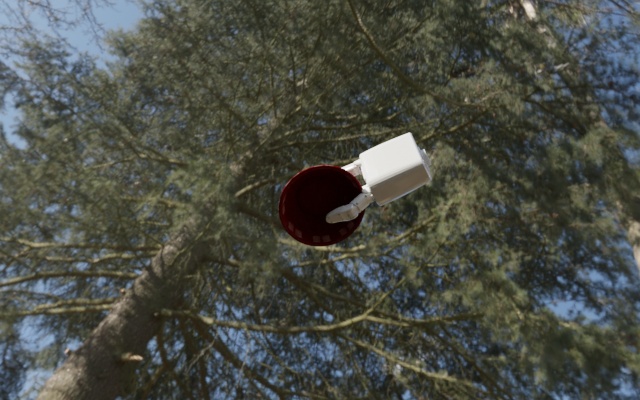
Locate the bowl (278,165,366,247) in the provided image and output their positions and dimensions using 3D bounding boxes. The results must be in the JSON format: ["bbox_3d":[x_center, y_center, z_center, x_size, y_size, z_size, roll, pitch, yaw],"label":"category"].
[{"bbox_3d":[-0.001,0.003,0.890,0.162,0.162,0.055,0,23,-11],"label":"bowl"}]
